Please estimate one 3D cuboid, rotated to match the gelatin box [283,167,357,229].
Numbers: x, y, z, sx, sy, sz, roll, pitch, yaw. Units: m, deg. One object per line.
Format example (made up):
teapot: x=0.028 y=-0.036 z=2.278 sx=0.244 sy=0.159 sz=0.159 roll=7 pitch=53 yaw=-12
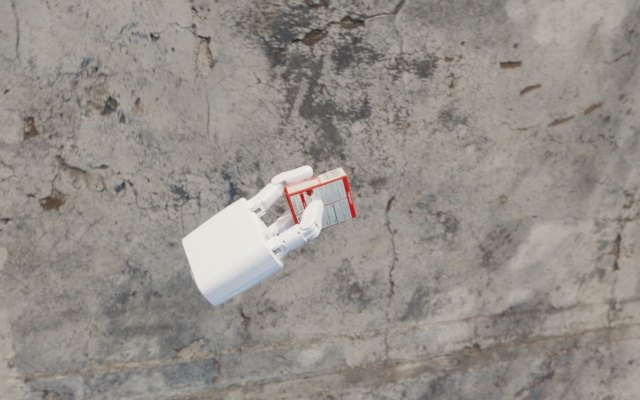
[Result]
gelatin box: x=0.001 y=0.002 z=0.674 sx=0.089 sy=0.073 sz=0.030 roll=-19 pitch=32 yaw=-4
